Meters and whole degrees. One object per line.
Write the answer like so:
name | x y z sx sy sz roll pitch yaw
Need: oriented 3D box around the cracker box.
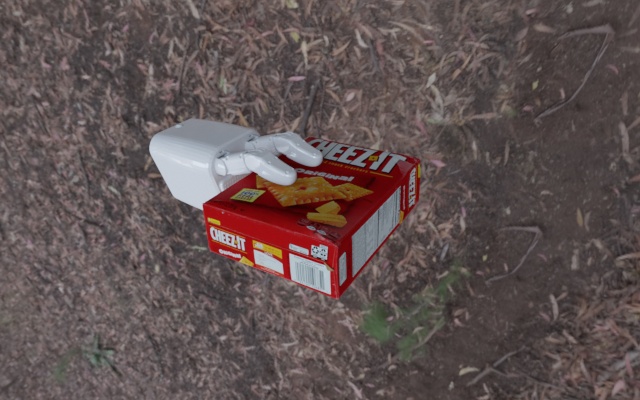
cracker box | 0.000 0.002 0.548 0.164 0.072 0.213 16 34 27
